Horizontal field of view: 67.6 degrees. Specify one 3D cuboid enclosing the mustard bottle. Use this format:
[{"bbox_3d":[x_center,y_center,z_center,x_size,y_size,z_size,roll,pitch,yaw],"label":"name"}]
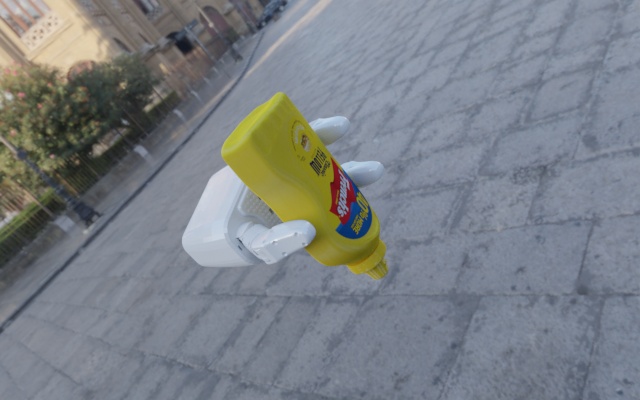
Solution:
[{"bbox_3d":[0.000,0.001,0.427,0.058,0.192,0.096,-28,23,28],"label":"mustard bottle"}]
